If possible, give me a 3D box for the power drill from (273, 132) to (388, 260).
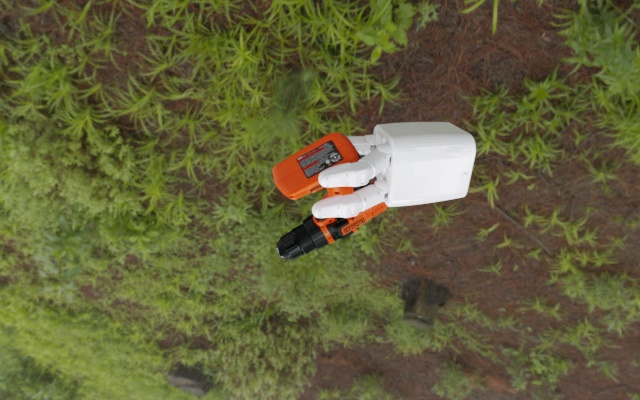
[{"bbox_3d":[0.000,0.002,0.653,0.184,0.057,0.188,-31,-29,-2],"label":"power drill"}]
